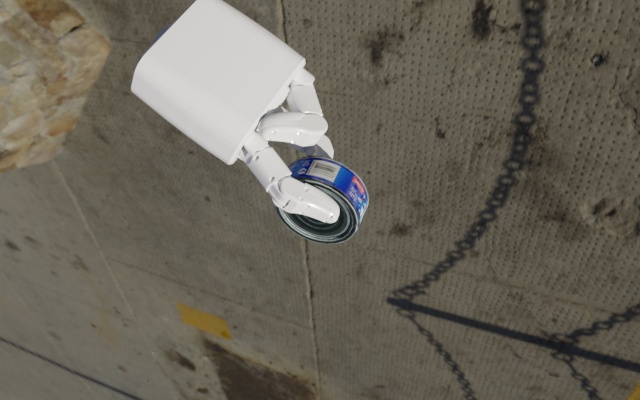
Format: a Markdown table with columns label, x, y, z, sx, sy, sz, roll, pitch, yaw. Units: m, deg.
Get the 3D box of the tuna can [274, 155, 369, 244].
| label | x | y | z | sx | sy | sz | roll | pitch | yaw |
| --- | --- | --- | --- | --- | --- | --- | --- | --- | --- |
| tuna can | 0.000 | 0.002 | 0.449 | 0.086 | 0.086 | 0.033 | 0 | 43 | 26 |
